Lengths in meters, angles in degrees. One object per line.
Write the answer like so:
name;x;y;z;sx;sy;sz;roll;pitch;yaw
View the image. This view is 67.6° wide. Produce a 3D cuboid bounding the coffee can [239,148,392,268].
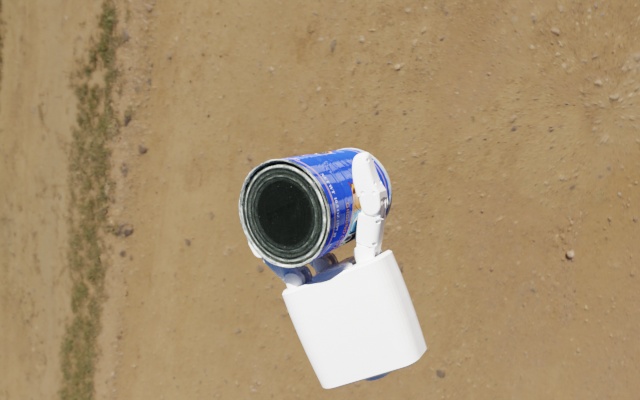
coffee can;0.000;0.001;0.495;0.103;0.103;0.140;0;9;32
